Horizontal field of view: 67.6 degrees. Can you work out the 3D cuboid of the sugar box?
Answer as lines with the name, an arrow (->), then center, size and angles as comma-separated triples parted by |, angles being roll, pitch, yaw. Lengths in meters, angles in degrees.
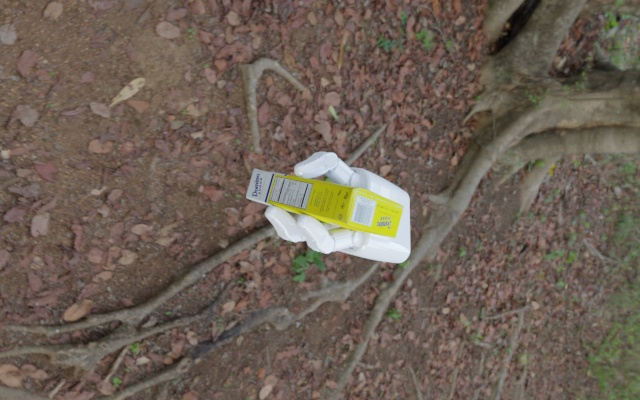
sugar box -> 0.000, 0.002, 0.575 | 0.176, 0.048, 0.093 | 9, -7, 45
